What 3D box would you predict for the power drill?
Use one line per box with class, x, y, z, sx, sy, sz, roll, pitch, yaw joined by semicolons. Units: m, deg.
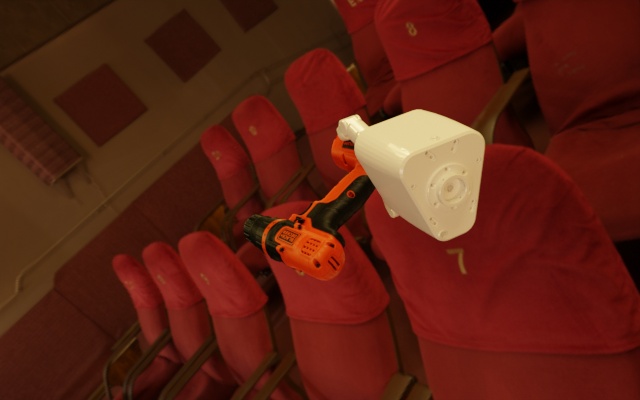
power drill;0.001;0.002;0.605;0.184;0.187;0.057;18;-24;49
